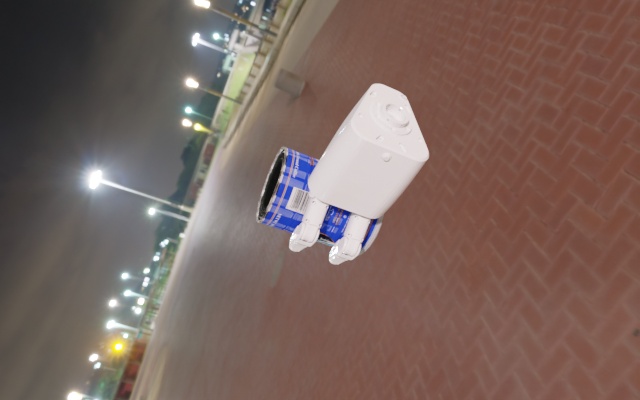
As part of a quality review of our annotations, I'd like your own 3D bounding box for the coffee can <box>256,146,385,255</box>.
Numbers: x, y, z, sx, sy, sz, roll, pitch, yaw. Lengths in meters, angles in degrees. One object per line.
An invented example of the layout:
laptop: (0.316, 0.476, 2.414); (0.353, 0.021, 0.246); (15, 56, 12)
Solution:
coffee can: (0.000, 0.002, 0.619); (0.140, 0.103, 0.103); (20, -5, -15)
